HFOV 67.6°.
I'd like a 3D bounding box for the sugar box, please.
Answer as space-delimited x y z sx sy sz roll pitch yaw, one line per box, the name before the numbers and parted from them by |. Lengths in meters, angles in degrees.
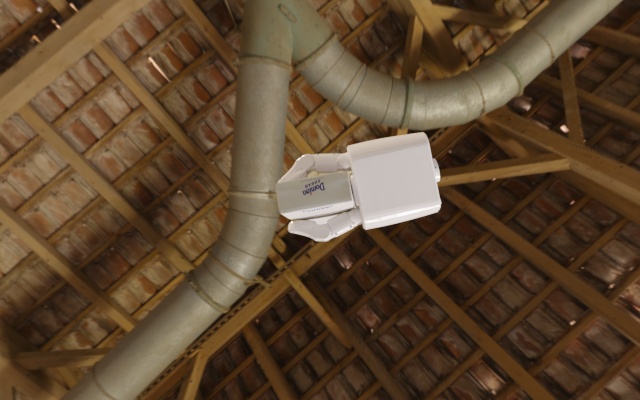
sugar box | 0.000 0.002 0.666 0.093 0.048 0.176 -10 -12 4
